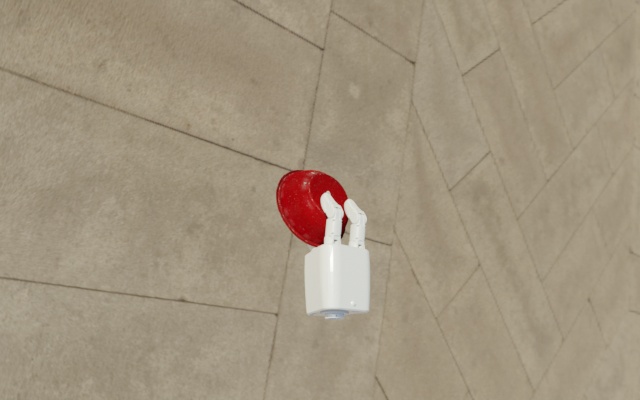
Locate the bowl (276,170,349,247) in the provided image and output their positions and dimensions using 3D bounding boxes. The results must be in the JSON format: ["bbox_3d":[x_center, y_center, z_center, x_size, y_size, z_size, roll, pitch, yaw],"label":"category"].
[{"bbox_3d":[0.000,0.001,0.874,0.162,0.162,0.055,0,-27,-42],"label":"bowl"}]
